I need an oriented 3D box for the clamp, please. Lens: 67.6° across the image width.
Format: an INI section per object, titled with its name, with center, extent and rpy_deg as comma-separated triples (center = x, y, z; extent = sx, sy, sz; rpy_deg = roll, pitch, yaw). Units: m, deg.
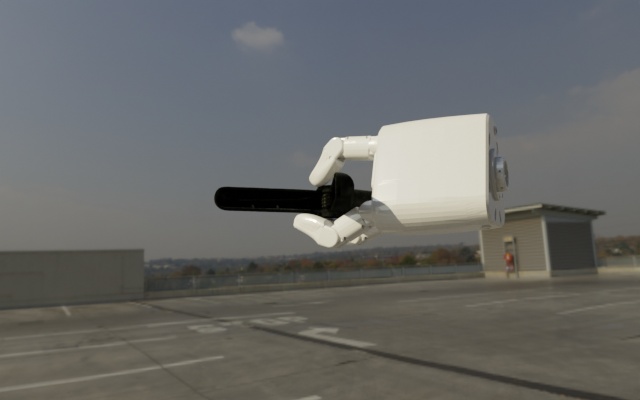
[clamp]
center = 0.001, 0.001, 0.532
extent = 0.164, 0.036, 0.210
rpy_deg = -3, -7, 29
